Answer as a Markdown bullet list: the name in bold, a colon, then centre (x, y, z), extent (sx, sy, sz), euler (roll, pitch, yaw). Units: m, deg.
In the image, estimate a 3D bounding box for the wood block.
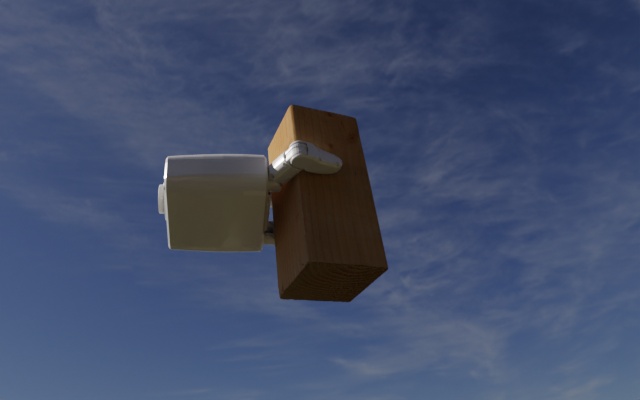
- **wood block**: centre (0.000, 0.001, 0.549), extent (0.090, 0.206, 0.091), euler (8, -36, -23)
